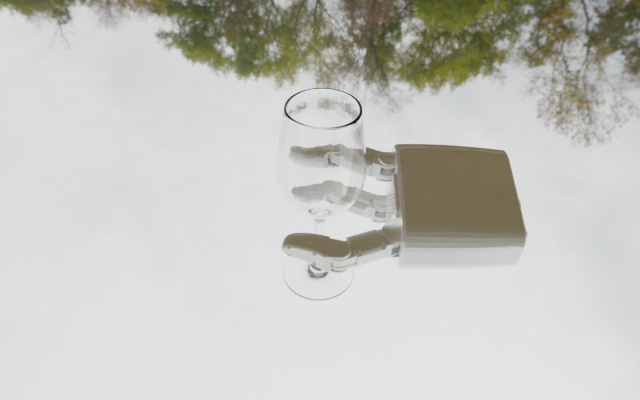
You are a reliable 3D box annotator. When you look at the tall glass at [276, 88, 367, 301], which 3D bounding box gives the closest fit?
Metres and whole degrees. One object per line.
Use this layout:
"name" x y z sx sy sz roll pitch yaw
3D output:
"tall glass" 0.000 0.002 0.437 0.079 0.201 0.079 1 42 -1
